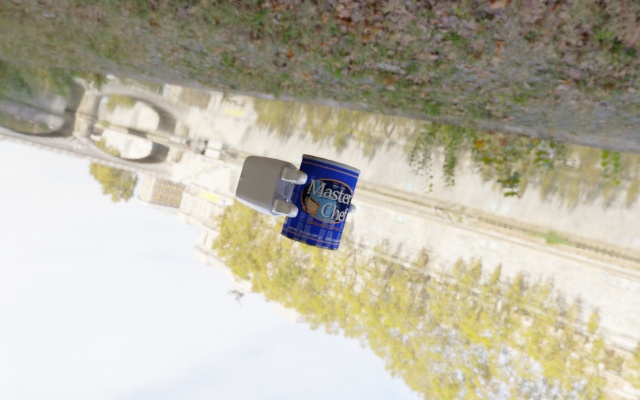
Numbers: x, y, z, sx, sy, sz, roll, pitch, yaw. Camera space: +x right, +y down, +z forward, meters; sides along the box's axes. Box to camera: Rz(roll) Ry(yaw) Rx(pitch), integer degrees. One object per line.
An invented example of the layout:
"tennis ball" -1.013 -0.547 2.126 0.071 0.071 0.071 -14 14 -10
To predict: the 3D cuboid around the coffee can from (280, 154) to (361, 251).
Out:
"coffee can" 0.000 0.003 0.805 0.103 0.140 0.103 16 1 0
